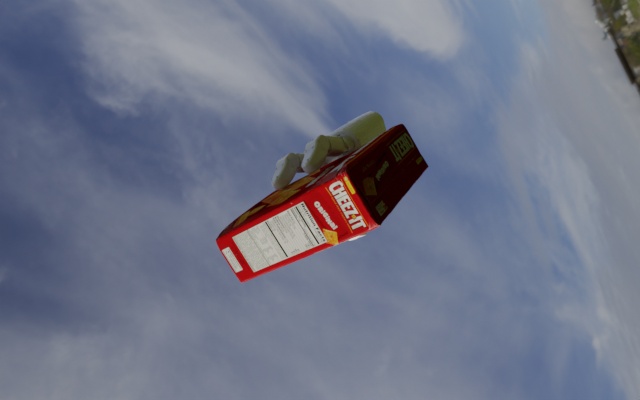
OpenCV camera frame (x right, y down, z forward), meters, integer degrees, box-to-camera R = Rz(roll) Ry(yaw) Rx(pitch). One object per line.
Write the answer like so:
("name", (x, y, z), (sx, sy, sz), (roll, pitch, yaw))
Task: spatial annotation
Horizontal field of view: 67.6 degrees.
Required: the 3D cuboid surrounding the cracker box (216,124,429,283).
("cracker box", (0.000, 0.002, 0.567), (0.214, 0.072, 0.164), (-27, 9, 37))
